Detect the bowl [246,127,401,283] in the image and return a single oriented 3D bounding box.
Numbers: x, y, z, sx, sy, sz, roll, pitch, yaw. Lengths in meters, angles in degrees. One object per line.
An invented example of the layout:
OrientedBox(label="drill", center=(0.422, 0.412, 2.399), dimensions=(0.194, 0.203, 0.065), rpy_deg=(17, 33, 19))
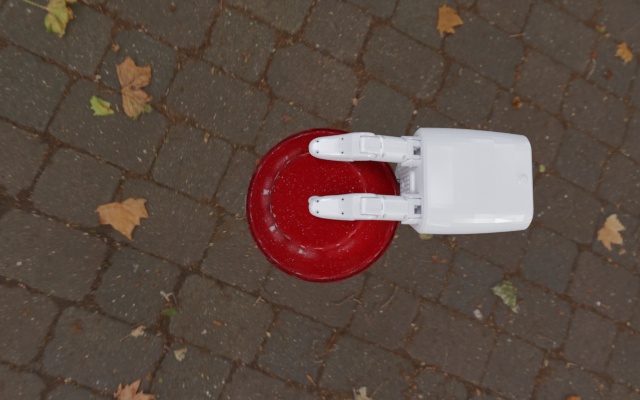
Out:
OrientedBox(label="bowl", center=(-0.001, 0.002, 0.469), dimensions=(0.162, 0.162, 0.055), rpy_deg=(0, -5, 5))
